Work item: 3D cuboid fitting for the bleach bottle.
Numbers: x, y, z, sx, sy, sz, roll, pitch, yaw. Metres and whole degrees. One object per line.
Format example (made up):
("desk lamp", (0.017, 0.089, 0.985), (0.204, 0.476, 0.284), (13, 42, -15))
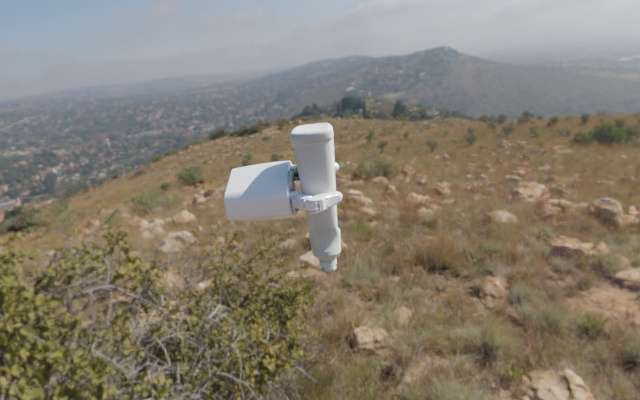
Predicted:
("bleach bottle", (0.000, 0.003, 0.797), (0.068, 0.251, 0.102), (-6, 17, 4))
